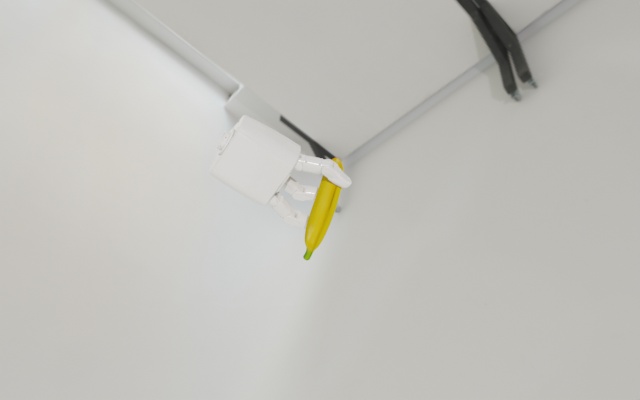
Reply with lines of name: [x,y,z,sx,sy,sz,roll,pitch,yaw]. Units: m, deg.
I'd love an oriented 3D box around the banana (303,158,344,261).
banana: [0.006,0.001,0.807,0.037,0.197,0.070,25,-23,-14]
